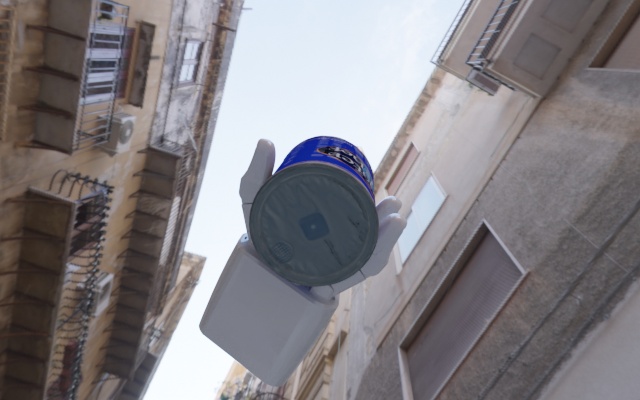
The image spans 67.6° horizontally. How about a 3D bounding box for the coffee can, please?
[{"bbox_3d":[0.000,0.001,0.438,0.103,0.103,0.140,0,16,5],"label":"coffee can"}]
